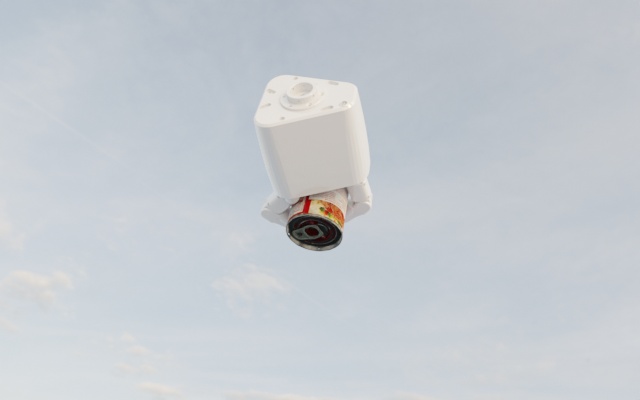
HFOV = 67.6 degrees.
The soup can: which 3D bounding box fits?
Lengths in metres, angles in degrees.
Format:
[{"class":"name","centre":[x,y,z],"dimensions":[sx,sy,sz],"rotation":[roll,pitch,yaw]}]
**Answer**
[{"class":"soup can","centre":[0.000,0.002,0.590],"dimensions":[0.068,0.102,0.069],"rotation":[7,-41,6]}]
